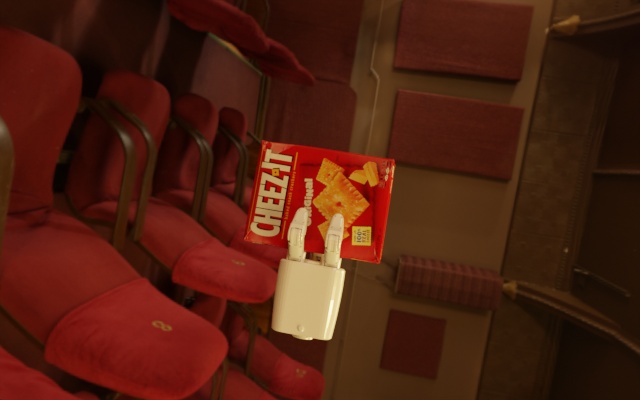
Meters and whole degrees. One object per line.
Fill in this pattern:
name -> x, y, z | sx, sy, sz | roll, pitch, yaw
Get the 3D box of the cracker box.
cracker box -> 0.000, 0.003, 0.756 | 0.213, 0.164, 0.072 | 9, -6, 6
